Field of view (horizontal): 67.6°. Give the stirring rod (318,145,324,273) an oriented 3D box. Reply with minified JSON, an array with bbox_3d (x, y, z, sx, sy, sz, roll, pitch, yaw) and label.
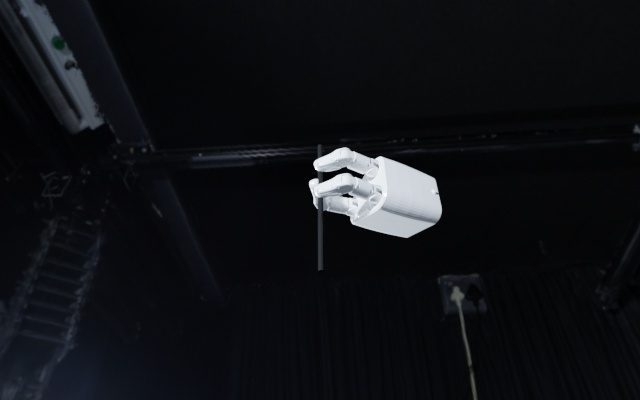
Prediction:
[{"bbox_3d":[0.000,0.002,0.705,0.011,0.239,0.011,0,-41,0],"label":"stirring rod"}]
